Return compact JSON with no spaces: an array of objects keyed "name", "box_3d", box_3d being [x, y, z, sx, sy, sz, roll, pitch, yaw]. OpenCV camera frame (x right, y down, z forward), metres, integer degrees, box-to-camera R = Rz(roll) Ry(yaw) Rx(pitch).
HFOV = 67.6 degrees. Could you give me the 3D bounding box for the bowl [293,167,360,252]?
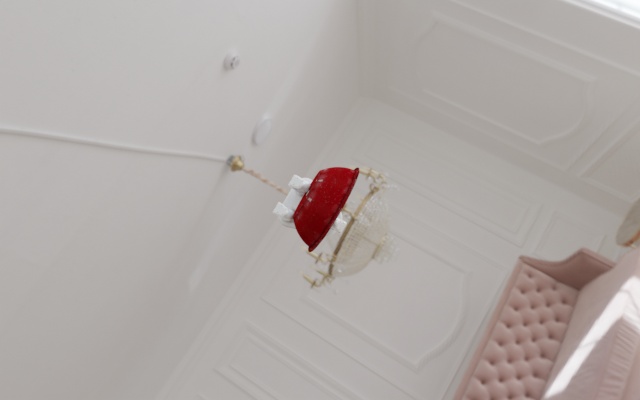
[{"name":"bowl","box_3d":[0.000,0.002,0.786,0.055,0.162,0.162,31,-3,-6]}]
